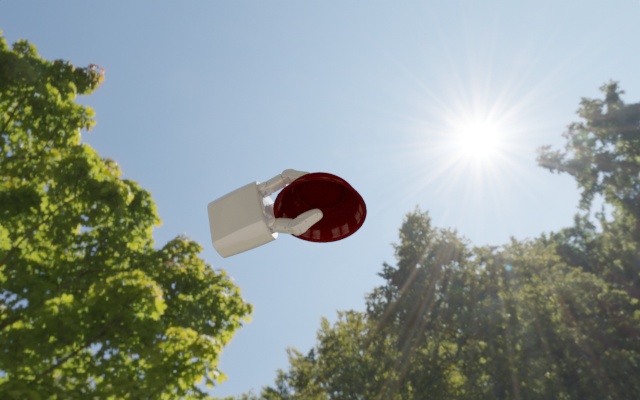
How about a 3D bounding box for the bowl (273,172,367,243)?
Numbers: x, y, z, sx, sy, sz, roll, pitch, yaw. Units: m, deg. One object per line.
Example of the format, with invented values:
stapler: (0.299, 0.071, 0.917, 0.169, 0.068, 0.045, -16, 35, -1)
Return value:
bowl: (0.001, 0.002, 0.838, 0.162, 0.162, 0.055, 2, 45, 2)
